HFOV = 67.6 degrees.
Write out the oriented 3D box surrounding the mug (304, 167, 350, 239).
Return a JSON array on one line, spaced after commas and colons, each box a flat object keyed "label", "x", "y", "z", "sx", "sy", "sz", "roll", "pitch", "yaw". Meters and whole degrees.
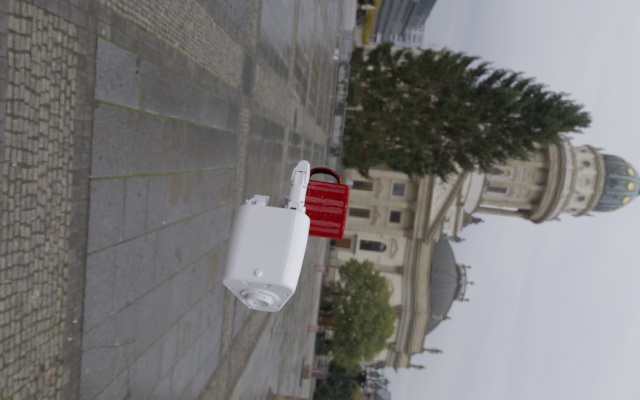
[{"label": "mug", "x": 0.001, "y": 0.001, "z": 0.711, "sx": 0.081, "sy": 0.117, "sz": 0.093, "roll": 8, "pitch": -31, "yaw": 4}]
